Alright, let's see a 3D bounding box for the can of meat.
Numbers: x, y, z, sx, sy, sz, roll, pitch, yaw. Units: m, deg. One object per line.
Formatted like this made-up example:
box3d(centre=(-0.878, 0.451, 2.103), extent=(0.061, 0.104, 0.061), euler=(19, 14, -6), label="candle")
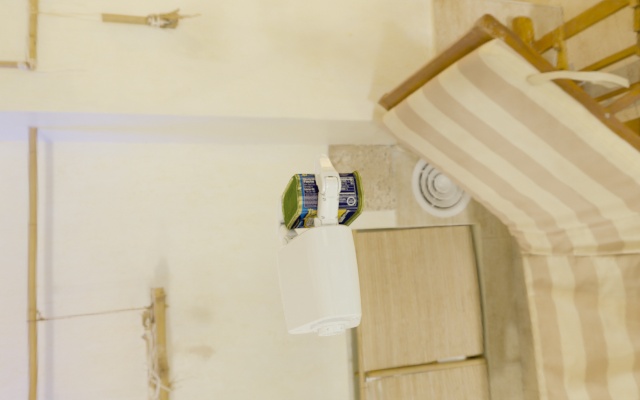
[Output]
box3d(centre=(0.000, 0.002, 0.617), extent=(0.084, 0.057, 0.102), euler=(-2, -20, -16), label="can of meat")
